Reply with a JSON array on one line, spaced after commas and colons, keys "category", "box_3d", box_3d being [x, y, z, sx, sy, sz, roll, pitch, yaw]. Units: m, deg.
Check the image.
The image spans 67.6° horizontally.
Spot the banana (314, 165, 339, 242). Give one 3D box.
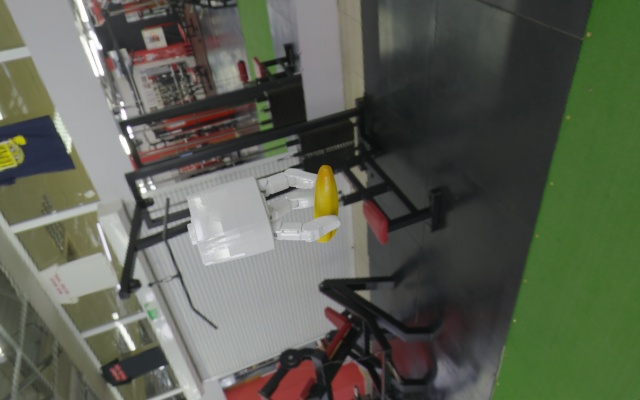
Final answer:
[{"category": "banana", "box_3d": [0.005, 0.020, 0.749, 0.037, 0.069, 0.198, -12, -24, -9]}]
